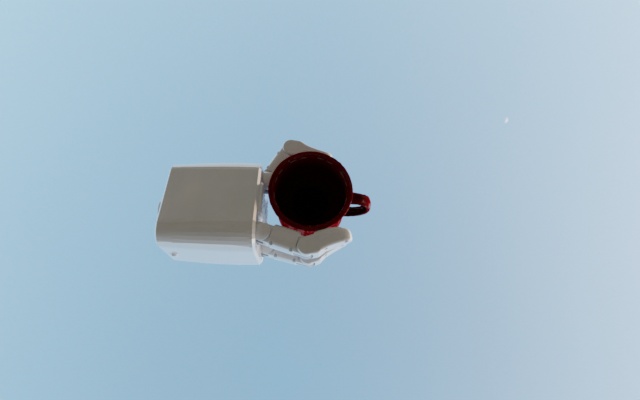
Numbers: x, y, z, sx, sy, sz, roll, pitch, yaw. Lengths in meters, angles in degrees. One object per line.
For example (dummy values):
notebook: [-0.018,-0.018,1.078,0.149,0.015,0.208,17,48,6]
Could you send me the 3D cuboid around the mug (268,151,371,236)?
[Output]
mug: [0.002,0.002,0.559,0.117,0.093,0.081,3,-19,-1]
